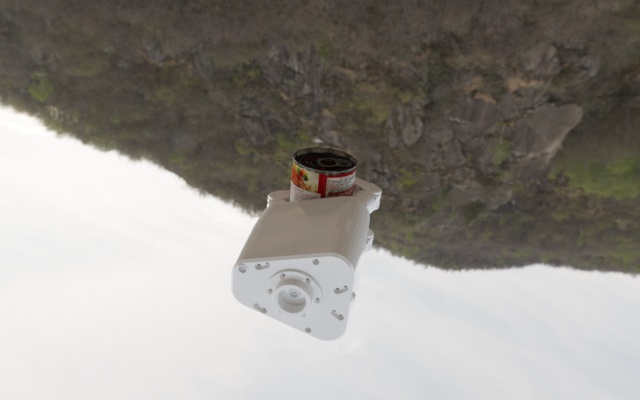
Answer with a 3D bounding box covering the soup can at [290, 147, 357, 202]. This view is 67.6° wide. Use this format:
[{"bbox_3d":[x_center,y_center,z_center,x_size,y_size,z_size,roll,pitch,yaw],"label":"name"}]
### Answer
[{"bbox_3d":[0.000,0.002,0.520,0.068,0.102,0.068,5,26,-2],"label":"soup can"}]
